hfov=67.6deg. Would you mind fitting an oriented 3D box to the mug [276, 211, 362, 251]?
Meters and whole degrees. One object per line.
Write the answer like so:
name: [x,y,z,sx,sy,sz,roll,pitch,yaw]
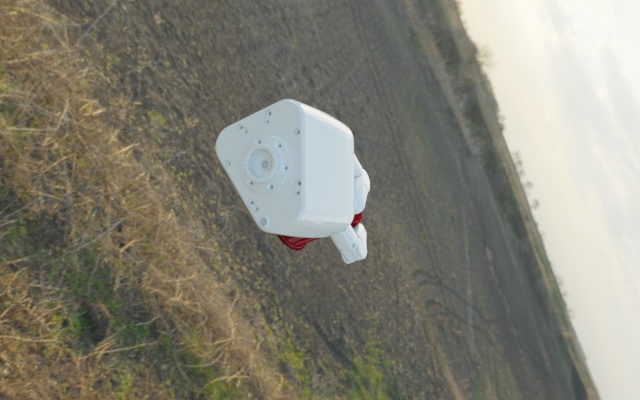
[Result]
mug: [0.001,0.002,0.554,0.081,0.093,0.117,-21,-11,22]
